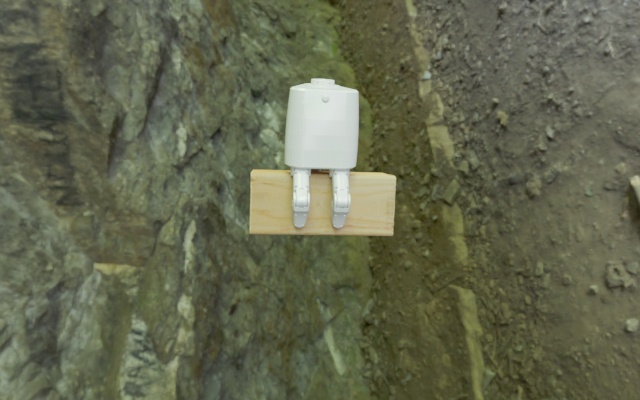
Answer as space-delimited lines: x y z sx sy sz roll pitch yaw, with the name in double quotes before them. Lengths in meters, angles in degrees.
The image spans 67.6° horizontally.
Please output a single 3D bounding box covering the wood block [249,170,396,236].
"wood block" 0.000 0.002 0.717 0.206 0.090 0.091 1 6 -6
